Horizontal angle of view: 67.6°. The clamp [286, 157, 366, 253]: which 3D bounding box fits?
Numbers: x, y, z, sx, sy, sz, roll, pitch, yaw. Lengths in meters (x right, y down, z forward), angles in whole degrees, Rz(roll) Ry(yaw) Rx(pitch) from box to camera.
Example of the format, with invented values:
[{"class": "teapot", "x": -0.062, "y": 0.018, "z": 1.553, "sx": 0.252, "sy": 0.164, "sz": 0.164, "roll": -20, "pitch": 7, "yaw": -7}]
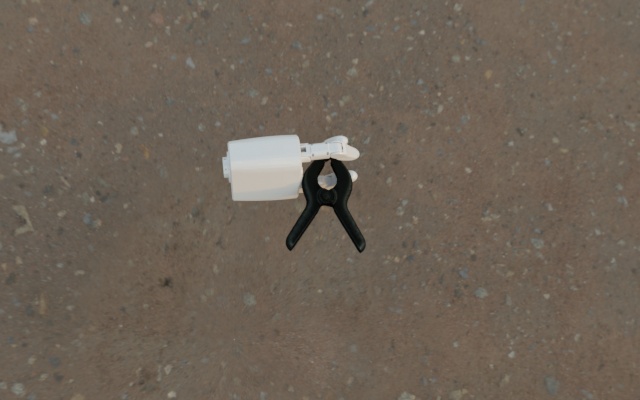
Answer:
[{"class": "clamp", "x": 0.000, "y": 0.002, "z": 0.738, "sx": 0.120, "sy": 0.171, "sz": 0.039, "roll": -5, "pitch": -15, "yaw": -9}]
